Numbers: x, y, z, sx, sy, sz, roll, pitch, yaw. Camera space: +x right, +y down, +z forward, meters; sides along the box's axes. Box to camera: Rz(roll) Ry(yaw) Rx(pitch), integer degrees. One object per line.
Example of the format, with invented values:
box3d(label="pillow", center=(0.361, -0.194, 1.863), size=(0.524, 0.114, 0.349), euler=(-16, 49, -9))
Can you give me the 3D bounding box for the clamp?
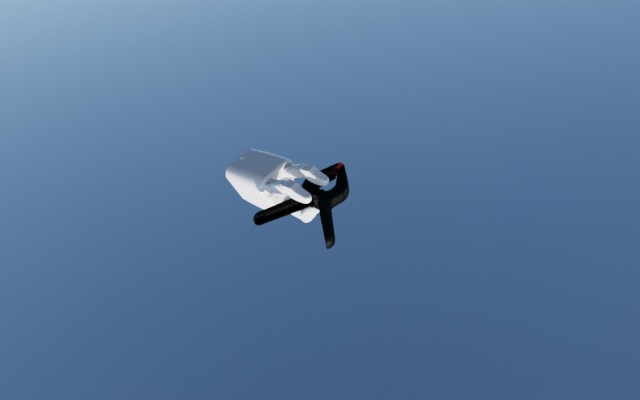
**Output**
box3d(label="clamp", center=(0.000, 0.003, 0.890), size=(0.164, 0.036, 0.210), euler=(23, 50, 30))
